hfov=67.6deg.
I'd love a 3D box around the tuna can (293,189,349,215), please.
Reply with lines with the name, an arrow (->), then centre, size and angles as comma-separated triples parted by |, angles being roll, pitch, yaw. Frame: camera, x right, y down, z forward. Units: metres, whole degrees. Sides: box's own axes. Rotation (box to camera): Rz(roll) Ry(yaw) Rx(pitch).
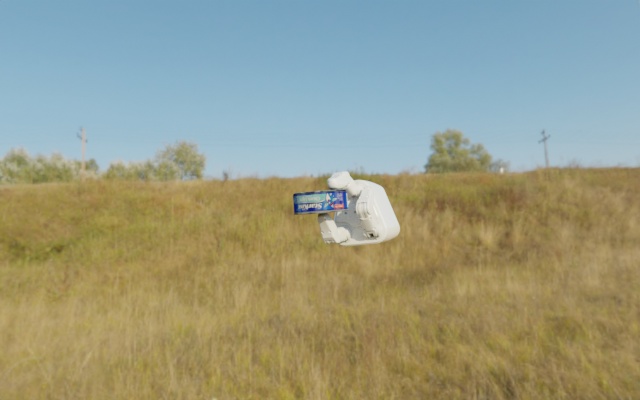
tuna can -> 0.000, 0.002, 0.742 | 0.086, 0.034, 0.086 | -4, 0, 0
